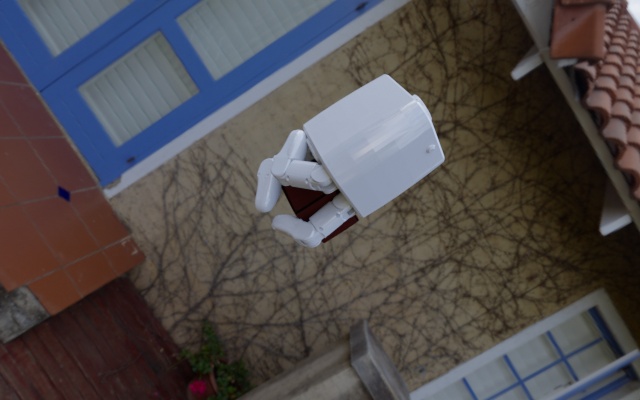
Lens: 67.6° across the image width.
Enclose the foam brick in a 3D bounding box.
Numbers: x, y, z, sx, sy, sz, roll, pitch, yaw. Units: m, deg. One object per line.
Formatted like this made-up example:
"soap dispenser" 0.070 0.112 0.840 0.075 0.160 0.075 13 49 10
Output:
"foam brick" 0.000 0.002 0.536 0.051 0.053 0.078 -34 -37 5
